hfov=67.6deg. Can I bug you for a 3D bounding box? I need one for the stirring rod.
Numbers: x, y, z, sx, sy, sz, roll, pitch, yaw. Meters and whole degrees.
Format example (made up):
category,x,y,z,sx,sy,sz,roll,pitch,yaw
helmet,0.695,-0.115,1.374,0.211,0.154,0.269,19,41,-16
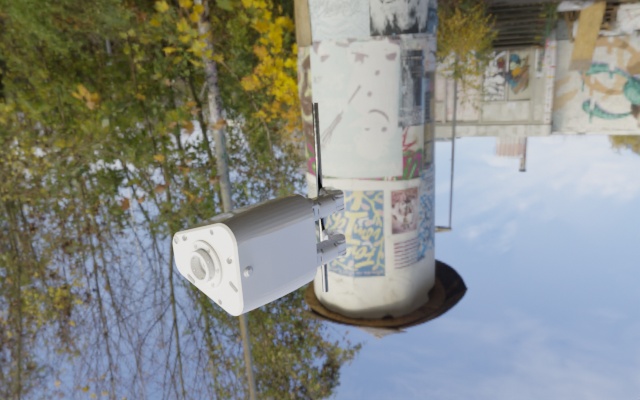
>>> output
category,x,y,z,sx,sy,sz,roll,pitch,yaw
stirring rod,0.000,0.002,0.588,0.011,0.239,0.011,-3,15,1
